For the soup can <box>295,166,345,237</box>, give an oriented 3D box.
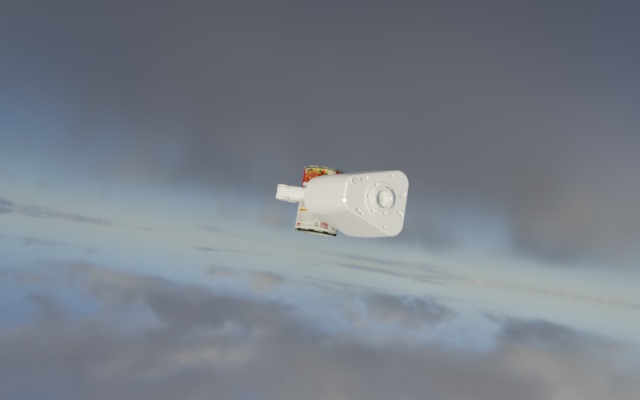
[{"bbox_3d":[0.000,0.003,0.755,0.068,0.102,0.068,9,-7,1],"label":"soup can"}]
